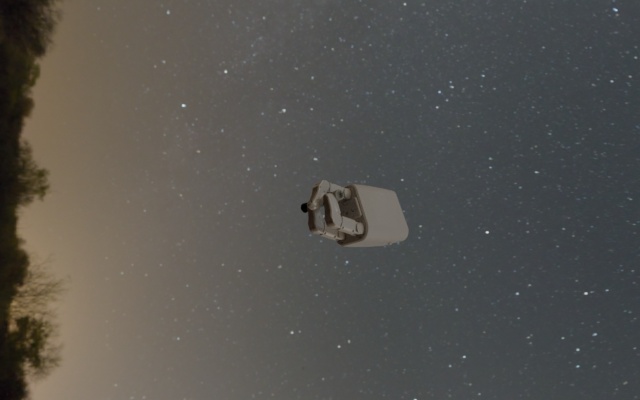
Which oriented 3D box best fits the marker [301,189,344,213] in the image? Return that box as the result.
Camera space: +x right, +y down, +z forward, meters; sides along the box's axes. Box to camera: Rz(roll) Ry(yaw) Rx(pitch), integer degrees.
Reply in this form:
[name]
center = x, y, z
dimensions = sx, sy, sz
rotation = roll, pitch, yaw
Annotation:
[marker]
center = 0.000, 0.003, 0.875
dimensions = 0.020, 0.020, 0.121
rotation = 0, -13, -35
